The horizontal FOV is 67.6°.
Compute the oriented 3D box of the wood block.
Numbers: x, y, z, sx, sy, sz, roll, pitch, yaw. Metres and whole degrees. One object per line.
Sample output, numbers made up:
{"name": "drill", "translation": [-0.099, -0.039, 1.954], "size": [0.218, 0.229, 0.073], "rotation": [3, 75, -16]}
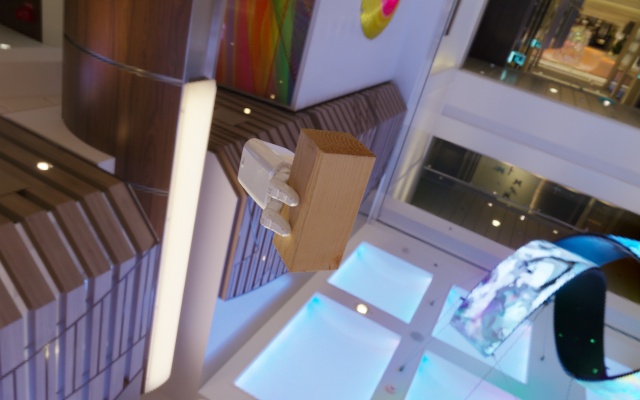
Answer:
{"name": "wood block", "translation": [0.000, 0.002, 0.749], "size": [0.091, 0.206, 0.090], "rotation": [0, 30, -29]}
